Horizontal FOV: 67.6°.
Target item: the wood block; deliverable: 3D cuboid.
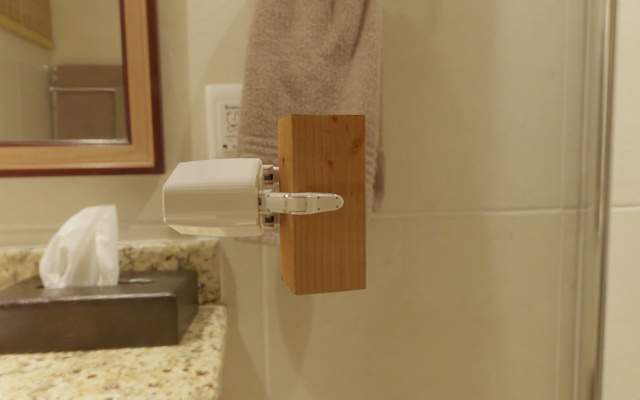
[{"bbox_3d":[0.000,0.002,0.588,0.090,0.206,0.091,-2,5,-16],"label":"wood block"}]
